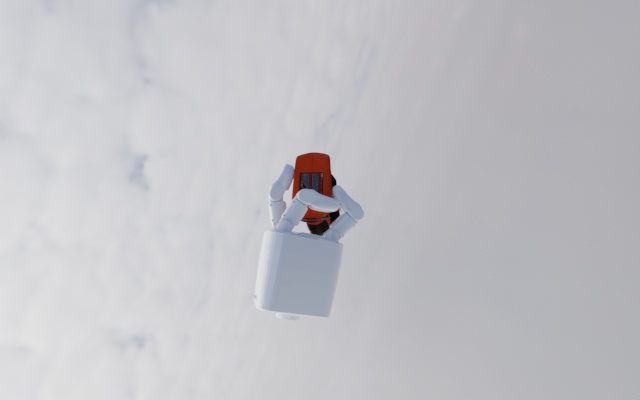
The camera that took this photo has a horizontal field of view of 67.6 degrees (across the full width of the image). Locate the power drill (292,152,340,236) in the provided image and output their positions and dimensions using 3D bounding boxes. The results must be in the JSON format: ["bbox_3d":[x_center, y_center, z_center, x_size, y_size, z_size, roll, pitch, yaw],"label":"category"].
[{"bbox_3d":[0.000,0.003,0.768,0.057,0.184,0.188,-4,-27,8],"label":"power drill"}]
